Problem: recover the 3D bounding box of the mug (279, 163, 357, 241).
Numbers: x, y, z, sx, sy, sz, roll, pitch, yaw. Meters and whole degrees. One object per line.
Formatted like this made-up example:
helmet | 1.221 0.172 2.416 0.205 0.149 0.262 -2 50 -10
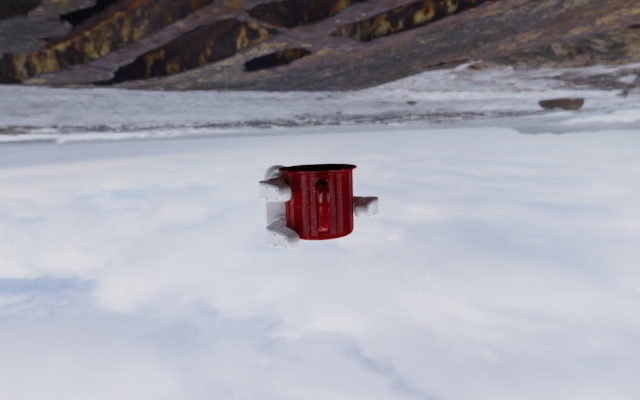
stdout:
mug | 0.000 0.002 0.560 0.093 0.081 0.117 -3 9 -7
